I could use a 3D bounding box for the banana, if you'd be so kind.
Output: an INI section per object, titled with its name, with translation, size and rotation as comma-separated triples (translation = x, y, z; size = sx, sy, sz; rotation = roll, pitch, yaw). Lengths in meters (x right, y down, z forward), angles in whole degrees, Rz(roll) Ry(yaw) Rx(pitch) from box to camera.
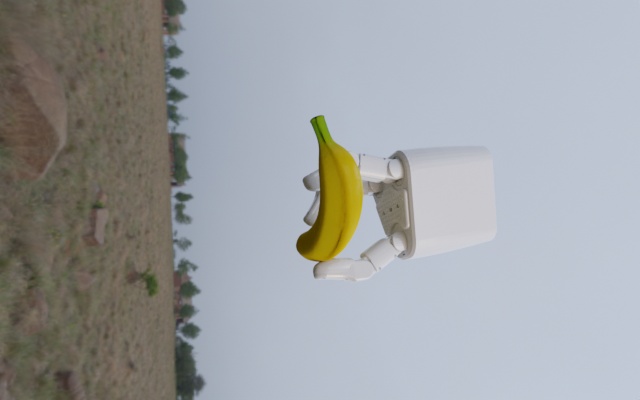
[banana]
translation = 0.007, 0.014, 0.442
size = 0.037, 0.069, 0.198
rotation = -12, -35, -18
